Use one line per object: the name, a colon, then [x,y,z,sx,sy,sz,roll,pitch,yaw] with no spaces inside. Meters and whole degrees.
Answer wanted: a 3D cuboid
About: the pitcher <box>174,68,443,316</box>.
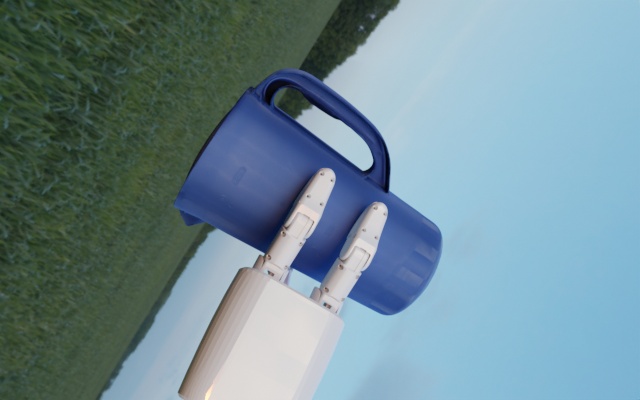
pitcher: [0.000,0.002,0.462,0.243,0.145,0.149,32,-27,-11]
